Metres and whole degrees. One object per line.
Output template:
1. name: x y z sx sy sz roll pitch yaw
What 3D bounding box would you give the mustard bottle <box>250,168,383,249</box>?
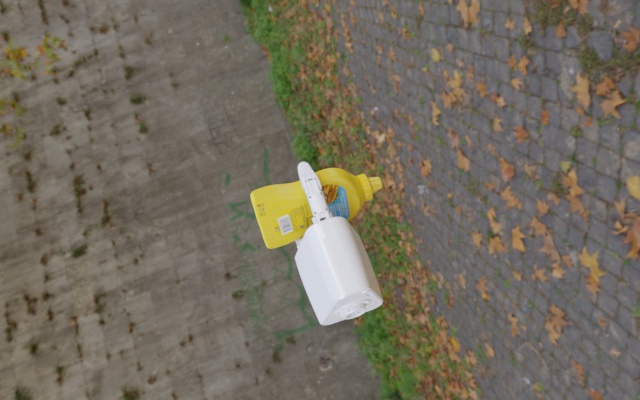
1. mustard bottle: 0.000 0.002 0.704 0.191 0.096 0.058 -18 38 -7
